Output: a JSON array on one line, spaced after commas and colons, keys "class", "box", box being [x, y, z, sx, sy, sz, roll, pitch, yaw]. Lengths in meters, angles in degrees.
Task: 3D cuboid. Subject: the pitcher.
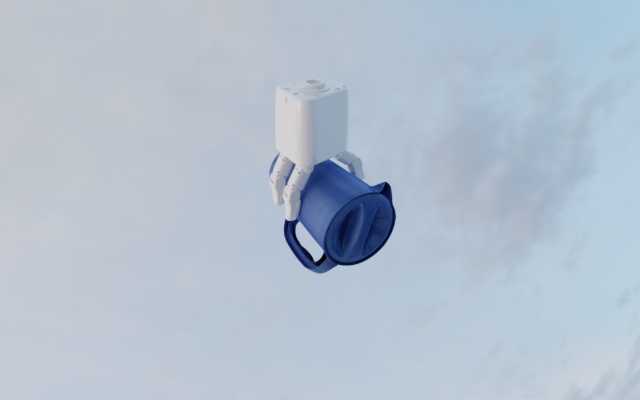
[{"class": "pitcher", "box": [0.000, 0.003, 0.822, 0.149, 0.145, 0.242, -17, 35, -25]}]
